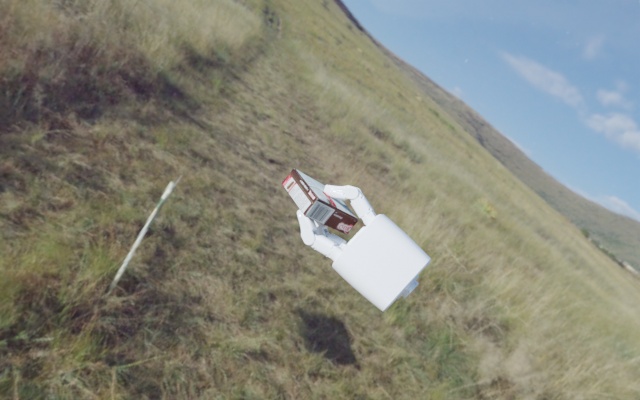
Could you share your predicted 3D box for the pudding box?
[{"bbox_3d":[0.000,0.002,0.787,0.113,0.039,0.090,29,16,-46],"label":"pudding box"}]
